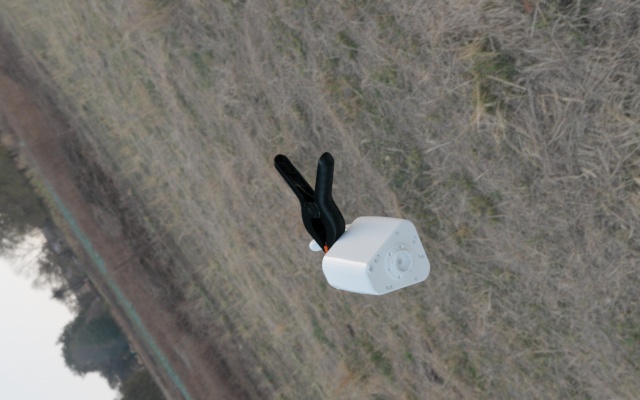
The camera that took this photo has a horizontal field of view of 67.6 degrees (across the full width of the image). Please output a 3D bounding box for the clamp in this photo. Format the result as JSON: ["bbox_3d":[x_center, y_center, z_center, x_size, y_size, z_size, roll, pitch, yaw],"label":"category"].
[{"bbox_3d":[0.000,0.003,0.703,0.039,0.171,0.120,-35,16,-29],"label":"clamp"}]
